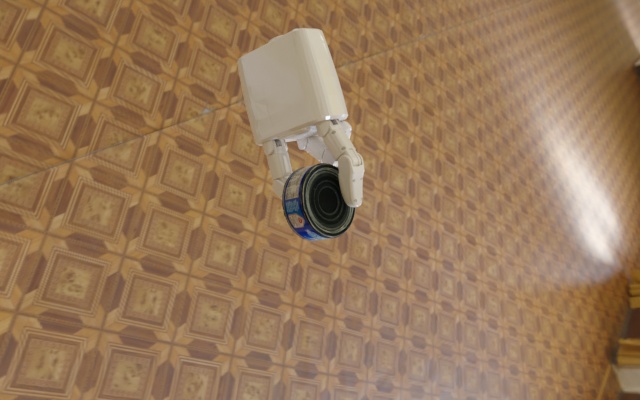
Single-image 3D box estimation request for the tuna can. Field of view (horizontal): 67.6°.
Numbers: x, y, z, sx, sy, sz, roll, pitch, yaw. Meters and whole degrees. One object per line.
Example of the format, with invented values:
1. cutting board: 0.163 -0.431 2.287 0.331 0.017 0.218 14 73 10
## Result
1. tuna can: 0.000 0.002 0.537 0.086 0.086 0.034 0 -8 -44
